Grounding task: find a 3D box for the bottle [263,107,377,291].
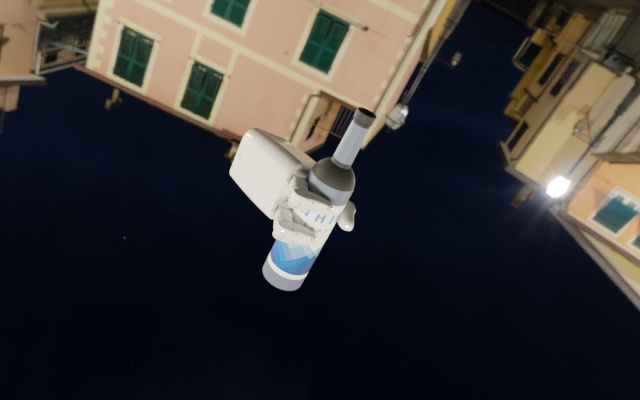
[{"bbox_3d":[0.000,0.002,0.682,0.069,0.296,0.069,21,28,-12],"label":"bottle"}]
